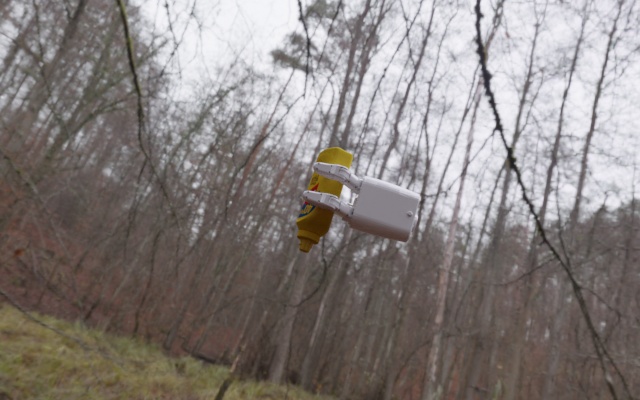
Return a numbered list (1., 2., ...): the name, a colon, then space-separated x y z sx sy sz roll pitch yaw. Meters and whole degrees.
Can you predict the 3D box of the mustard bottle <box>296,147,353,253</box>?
1. mustard bottle: 0.000 0.002 0.868 0.058 0.191 0.096 24 -18 -20
